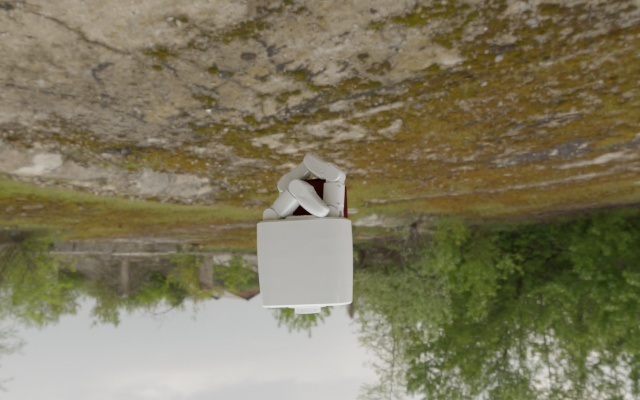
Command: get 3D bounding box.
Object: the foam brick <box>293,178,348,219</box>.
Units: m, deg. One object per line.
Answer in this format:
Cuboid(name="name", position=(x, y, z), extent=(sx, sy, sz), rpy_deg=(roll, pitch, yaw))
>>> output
Cuboid(name="foam brick", position=(0.000, 0.002, 0.656), extent=(0.053, 0.051, 0.078), rpy_deg=(-7, -10, 23))
